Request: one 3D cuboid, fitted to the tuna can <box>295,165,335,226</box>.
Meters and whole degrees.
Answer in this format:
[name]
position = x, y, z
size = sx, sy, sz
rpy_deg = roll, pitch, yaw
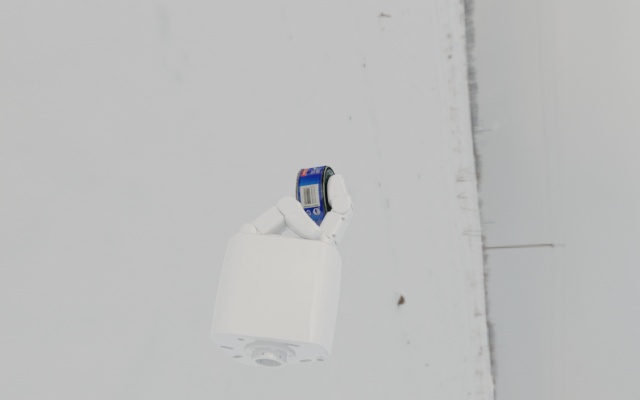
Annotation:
[tuna can]
position = 0.001, 0.002, 0.568
size = 0.034, 0.086, 0.086
rpy_deg = -8, -2, 15
